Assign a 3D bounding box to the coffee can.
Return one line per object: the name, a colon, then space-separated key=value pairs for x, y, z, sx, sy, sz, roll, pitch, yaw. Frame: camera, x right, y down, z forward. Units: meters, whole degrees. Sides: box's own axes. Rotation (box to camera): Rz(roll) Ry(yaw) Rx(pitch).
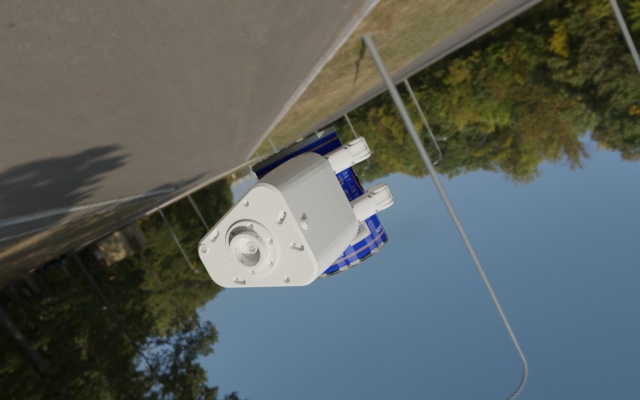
coffee can: x=0.000 y=0.002 z=0.537 sx=0.103 sy=0.140 sz=0.103 roll=-27 pitch=6 yaw=3
